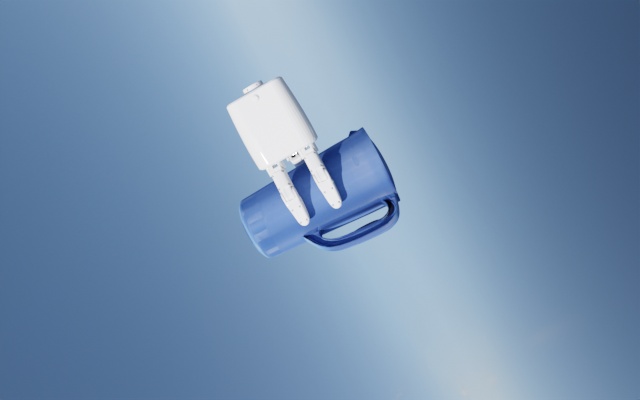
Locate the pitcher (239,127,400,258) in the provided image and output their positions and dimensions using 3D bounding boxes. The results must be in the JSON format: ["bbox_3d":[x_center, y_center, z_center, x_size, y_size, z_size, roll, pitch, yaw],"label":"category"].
[{"bbox_3d":[0.000,0.002,0.766,0.243,0.145,0.149,-28,14,6],"label":"pitcher"}]
